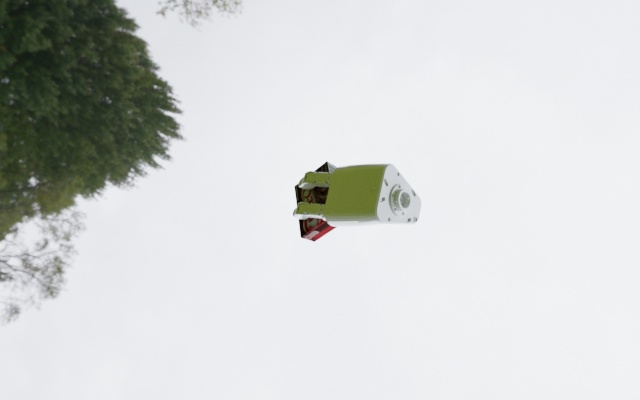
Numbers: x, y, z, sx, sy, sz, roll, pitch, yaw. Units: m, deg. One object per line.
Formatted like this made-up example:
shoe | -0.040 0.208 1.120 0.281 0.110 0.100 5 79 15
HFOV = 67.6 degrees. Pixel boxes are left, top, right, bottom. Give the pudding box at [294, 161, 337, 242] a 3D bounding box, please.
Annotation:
pudding box | 0.000 0.003 0.830 0.039 0.113 0.090 25 -46 -37
